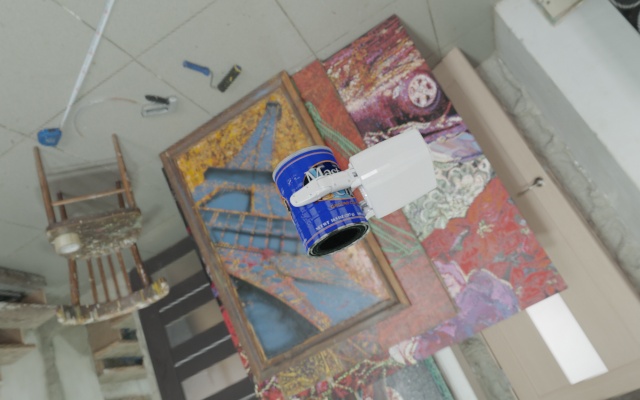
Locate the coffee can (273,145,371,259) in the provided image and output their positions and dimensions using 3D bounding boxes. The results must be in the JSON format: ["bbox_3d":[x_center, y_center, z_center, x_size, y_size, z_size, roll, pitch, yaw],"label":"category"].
[{"bbox_3d":[0.000,0.002,0.727,0.103,0.140,0.103,-22,-22,-9],"label":"coffee can"}]
